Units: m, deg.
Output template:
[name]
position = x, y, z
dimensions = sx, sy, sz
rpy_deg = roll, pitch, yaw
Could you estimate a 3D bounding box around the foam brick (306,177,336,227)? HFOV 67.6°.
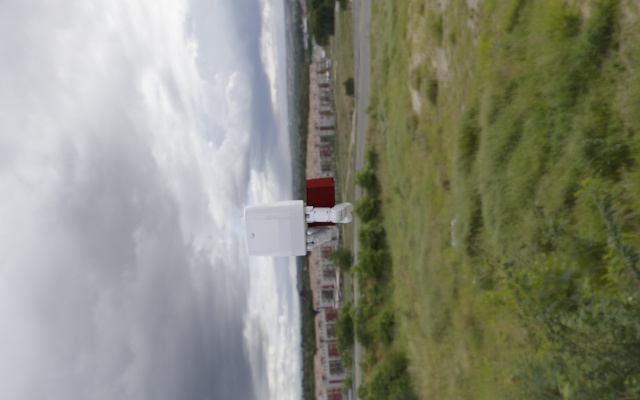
[foam brick]
position = 0.000, 0.003, 0.870
dimensions = 0.051, 0.078, 0.053
rpy_deg = -2, 19, -1
